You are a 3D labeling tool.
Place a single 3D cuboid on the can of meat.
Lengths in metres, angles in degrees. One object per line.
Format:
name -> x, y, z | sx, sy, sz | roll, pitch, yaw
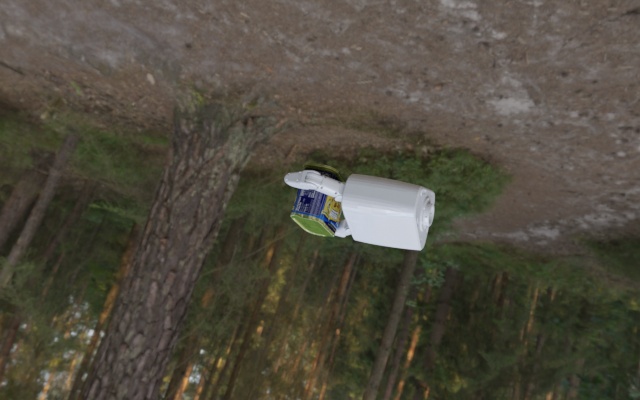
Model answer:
can of meat -> 0.000, 0.003, 0.729 | 0.057, 0.084, 0.102 | 10, -16, 22
